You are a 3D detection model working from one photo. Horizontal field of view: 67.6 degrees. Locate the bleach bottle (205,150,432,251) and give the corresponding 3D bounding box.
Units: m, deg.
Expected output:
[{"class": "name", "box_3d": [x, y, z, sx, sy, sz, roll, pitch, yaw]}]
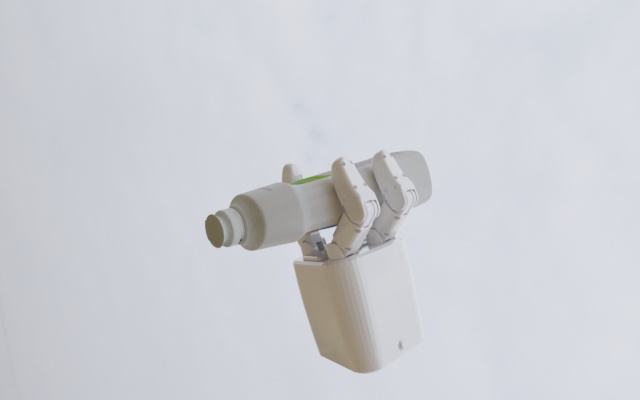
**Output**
[{"class": "bleach bottle", "box_3d": [0.000, 0.001, 0.469, 0.251, 0.068, 0.102, -15, 1, -42]}]
